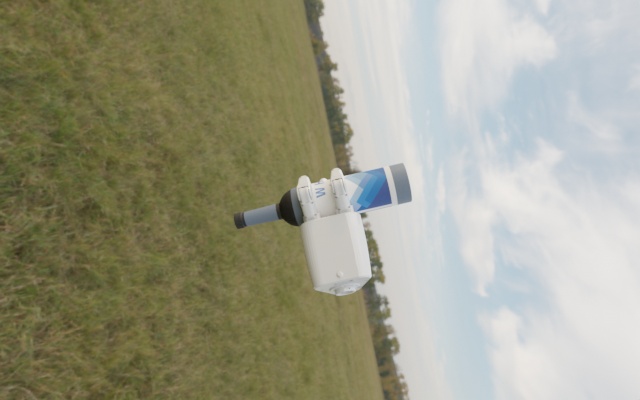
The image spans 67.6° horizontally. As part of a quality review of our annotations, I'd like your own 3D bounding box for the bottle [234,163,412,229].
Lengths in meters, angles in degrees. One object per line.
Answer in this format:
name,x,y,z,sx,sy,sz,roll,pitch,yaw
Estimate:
bottle,0.000,0.002,0.799,0.296,0.069,0.069,-13,-1,4
